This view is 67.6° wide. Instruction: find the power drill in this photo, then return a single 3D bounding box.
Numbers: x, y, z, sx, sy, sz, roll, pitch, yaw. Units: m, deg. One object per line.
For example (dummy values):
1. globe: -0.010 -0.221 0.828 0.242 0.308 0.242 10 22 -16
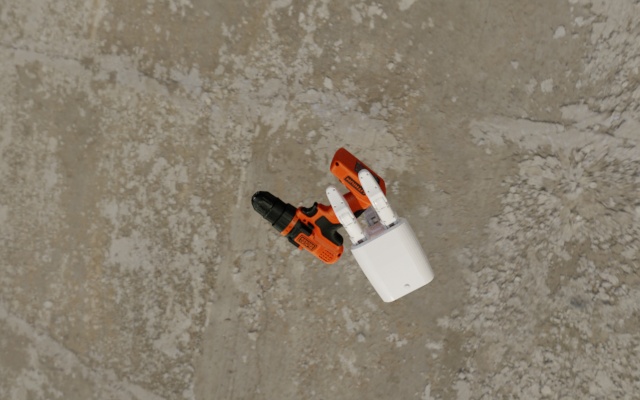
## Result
1. power drill: 0.001 0.002 0.785 0.184 0.188 0.057 36 33 -14
